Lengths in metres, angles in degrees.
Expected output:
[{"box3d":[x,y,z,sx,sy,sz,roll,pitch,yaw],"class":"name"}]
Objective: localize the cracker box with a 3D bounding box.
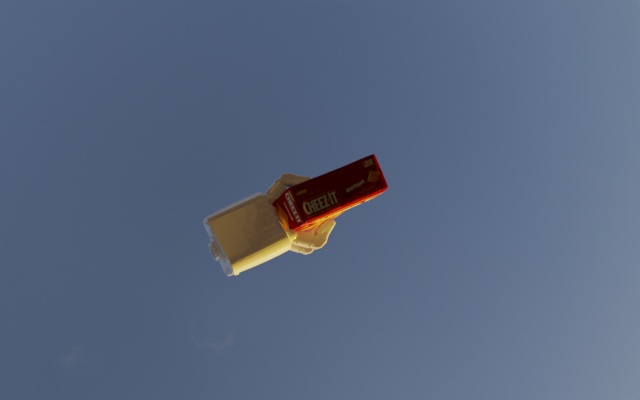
[{"box3d":[0.000,0.003,0.854,0.164,0.072,0.214,-23,-4,-22],"class":"cracker box"}]
